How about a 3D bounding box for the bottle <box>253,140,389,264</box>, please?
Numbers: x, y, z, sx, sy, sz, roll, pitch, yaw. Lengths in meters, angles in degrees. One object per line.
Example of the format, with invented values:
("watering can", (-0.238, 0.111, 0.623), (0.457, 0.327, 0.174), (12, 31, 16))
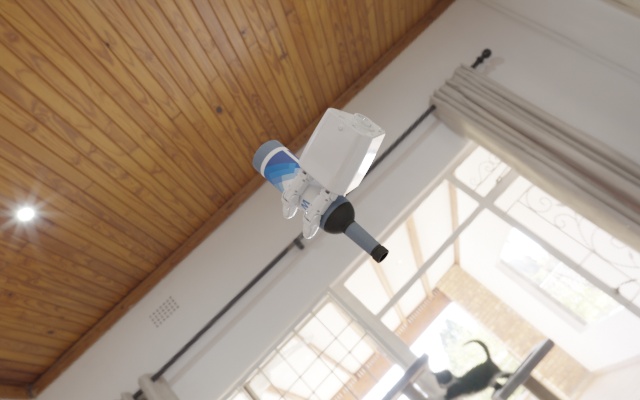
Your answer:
("bottle", (0.000, 0.003, 0.816), (0.295, 0.069, 0.069), (41, 21, 27))
